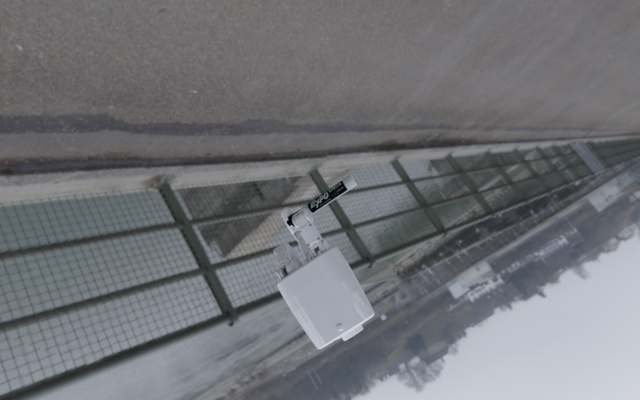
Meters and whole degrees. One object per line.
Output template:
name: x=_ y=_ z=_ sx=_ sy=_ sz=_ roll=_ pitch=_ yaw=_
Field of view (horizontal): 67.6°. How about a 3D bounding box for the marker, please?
marker: x=0.000 y=0.002 z=0.715 sx=0.121 sy=0.020 sz=0.020 roll=-34 pitch=-6 yaw=9
